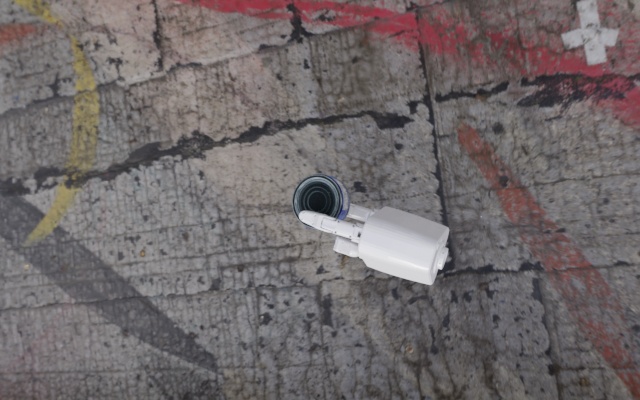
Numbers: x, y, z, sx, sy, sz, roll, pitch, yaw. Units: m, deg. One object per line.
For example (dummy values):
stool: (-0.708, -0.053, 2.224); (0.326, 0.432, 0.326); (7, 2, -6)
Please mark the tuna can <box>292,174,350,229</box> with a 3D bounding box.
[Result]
tuna can: (0.000, 0.002, 0.733); (0.086, 0.086, 0.034); (0, -3, 24)
